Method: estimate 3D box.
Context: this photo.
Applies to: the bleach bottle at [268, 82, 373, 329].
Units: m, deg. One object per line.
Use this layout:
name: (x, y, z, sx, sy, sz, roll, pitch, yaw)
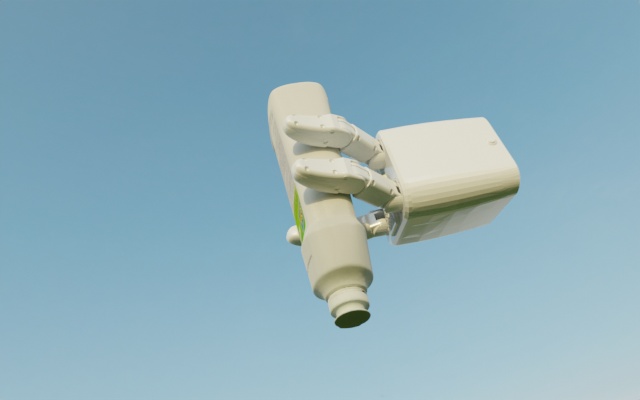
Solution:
bleach bottle: (0.000, 0.001, 0.442, 0.068, 0.250, 0.103, -10, -40, -5)
